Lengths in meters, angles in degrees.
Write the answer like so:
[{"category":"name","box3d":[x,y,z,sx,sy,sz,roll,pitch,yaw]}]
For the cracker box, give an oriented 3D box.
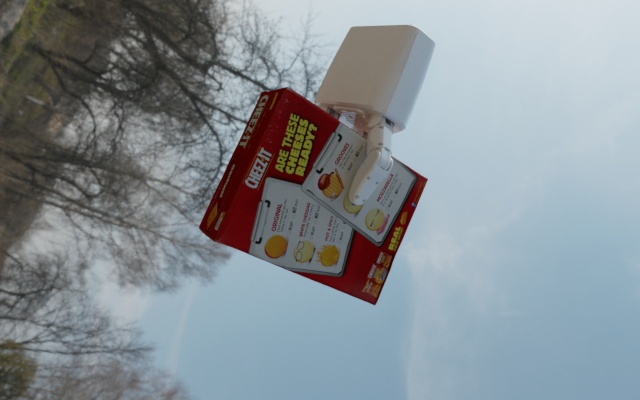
[{"category":"cracker box","box3d":[0.000,0.002,0.528,0.214,0.164,0.072,27,-7,-31]}]
